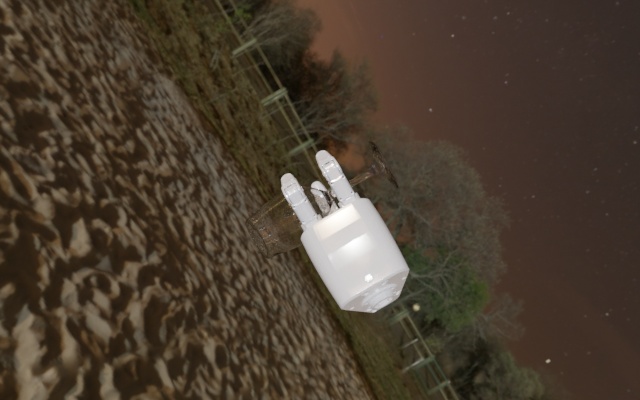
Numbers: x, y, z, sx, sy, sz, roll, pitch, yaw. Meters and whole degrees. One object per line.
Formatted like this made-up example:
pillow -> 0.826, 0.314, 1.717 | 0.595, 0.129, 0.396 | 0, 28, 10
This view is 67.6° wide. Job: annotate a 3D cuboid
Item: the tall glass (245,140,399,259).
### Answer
tall glass -> 0.001, 0.002, 0.643 | 0.201, 0.079, 0.079 | -30, -1, 1
